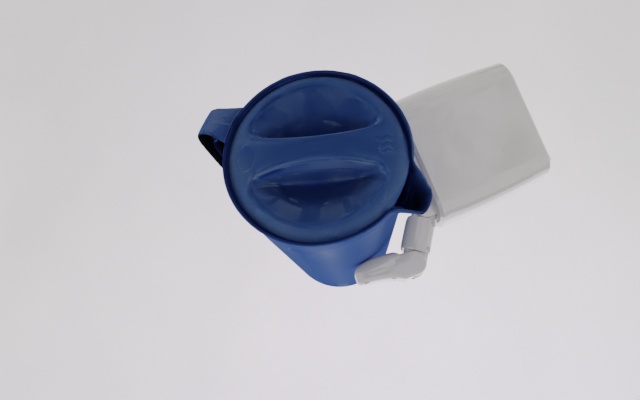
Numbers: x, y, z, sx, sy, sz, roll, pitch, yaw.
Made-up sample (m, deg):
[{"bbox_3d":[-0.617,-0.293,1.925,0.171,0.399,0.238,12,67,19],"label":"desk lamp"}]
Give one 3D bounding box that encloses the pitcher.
[{"bbox_3d":[0.000,0.001,0.435,0.145,0.149,0.243,-23,-21,-2],"label":"pitcher"}]
